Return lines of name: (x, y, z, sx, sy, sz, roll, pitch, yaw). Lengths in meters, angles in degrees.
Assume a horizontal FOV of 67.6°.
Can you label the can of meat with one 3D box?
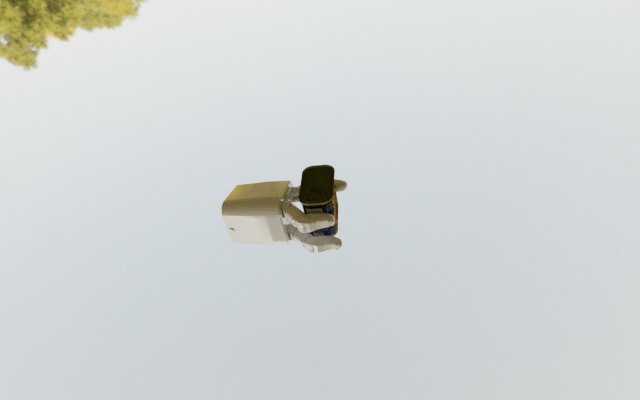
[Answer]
can of meat: (0.000, 0.003, 0.817, 0.057, 0.084, 0.102, -4, 41, 8)
